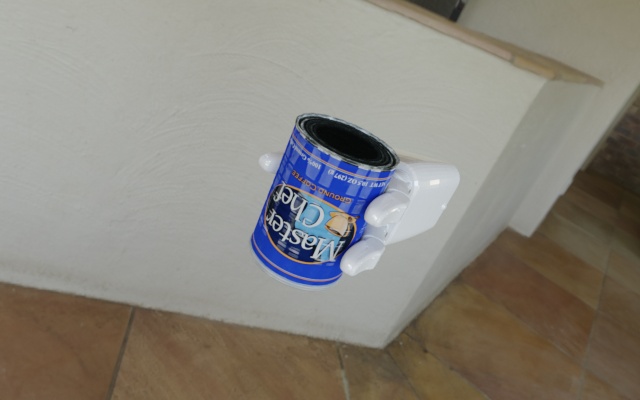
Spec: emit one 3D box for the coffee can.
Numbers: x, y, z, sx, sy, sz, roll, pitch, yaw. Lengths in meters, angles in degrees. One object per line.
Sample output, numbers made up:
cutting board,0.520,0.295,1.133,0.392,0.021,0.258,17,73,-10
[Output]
coffee can,0.000,0.002,0.463,0.103,0.140,0.102,19,26,-10
